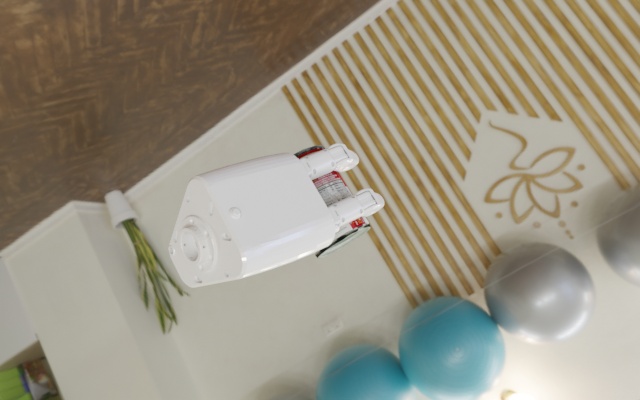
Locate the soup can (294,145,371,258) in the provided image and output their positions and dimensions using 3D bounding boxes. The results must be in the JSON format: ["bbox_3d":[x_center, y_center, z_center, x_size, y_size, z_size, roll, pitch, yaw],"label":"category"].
[{"bbox_3d":[0.000,0.002,0.511,0.068,0.102,0.068,-29,-12,-7],"label":"soup can"}]
